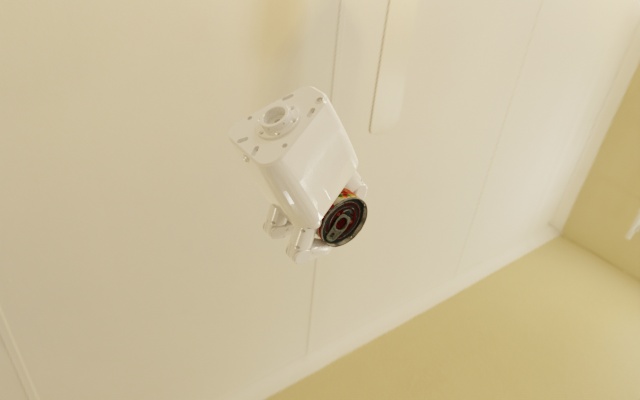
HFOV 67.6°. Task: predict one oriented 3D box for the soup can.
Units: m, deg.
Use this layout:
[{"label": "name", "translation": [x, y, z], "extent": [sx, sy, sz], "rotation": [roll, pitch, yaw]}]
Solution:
[{"label": "soup can", "translation": [0.000, 0.002, 0.593], "extent": [0.068, 0.068, 0.102], "rotation": [0, 29, -41]}]
